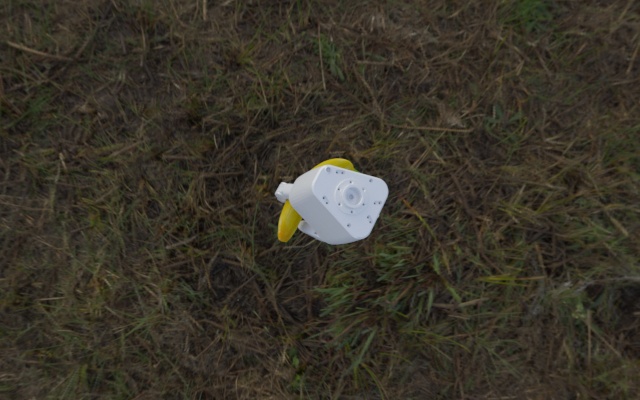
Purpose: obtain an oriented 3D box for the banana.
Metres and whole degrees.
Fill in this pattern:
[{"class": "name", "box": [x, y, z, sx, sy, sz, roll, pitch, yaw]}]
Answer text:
[{"class": "banana", "box": [-0.007, -0.015, 0.795, 0.197, 0.070, 0.037, -39, 16, -24]}]
